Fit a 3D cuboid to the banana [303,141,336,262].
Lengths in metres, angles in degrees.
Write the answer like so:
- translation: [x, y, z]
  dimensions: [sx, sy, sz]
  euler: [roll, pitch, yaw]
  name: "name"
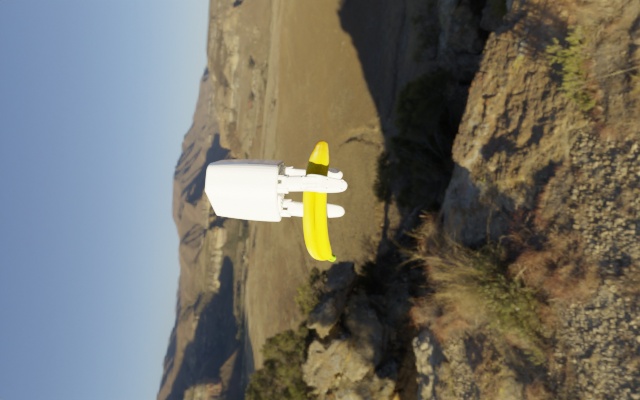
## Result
- translation: [-0.004, 0.010, 0.730]
  dimensions: [0.037, 0.198, 0.069]
  euler: [1, 15, 15]
  name: "banana"
